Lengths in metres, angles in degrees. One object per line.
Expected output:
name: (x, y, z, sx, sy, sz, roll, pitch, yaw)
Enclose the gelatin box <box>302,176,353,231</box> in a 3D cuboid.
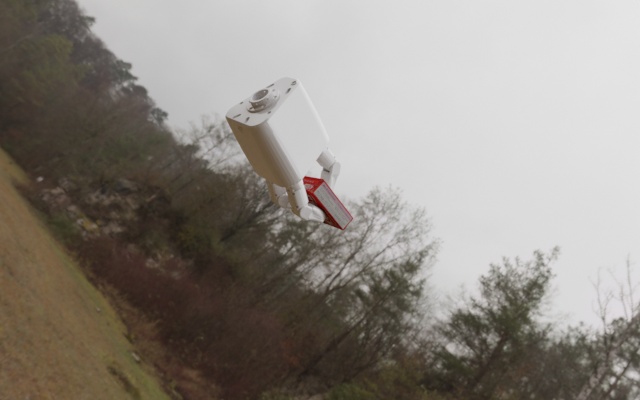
gelatin box: (0.001, 0.002, 0.744, 0.089, 0.030, 0.073, 50, -18, -28)
